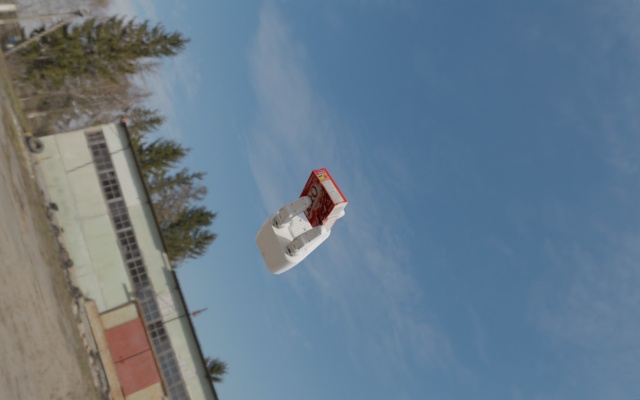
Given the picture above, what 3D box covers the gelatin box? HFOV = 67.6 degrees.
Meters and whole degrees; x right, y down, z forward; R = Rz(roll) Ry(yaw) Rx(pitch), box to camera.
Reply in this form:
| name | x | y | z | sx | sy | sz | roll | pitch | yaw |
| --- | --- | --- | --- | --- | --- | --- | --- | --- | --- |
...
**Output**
| name | x | y | z | sx | sy | sz | roll | pitch | yaw |
| --- | --- | --- | --- | --- | --- | --- | --- | --- | --- |
| gelatin box | 0.001 | 0.002 | 0.784 | 0.030 | 0.073 | 0.089 | -15 | -28 | -33 |
